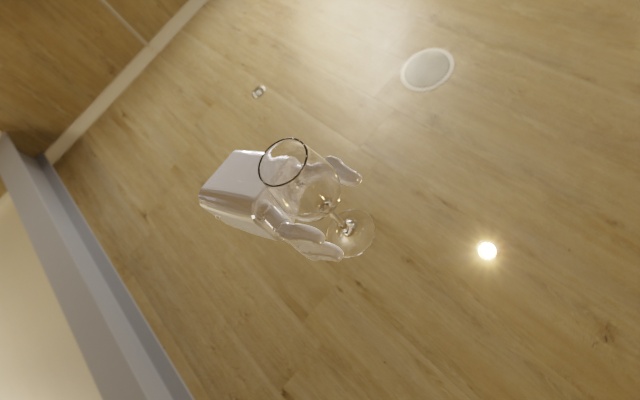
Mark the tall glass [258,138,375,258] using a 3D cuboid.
[{"bbox_3d":[0.001,0.002,0.595,0.079,0.079,0.201,0,-26,28],"label":"tall glass"}]
